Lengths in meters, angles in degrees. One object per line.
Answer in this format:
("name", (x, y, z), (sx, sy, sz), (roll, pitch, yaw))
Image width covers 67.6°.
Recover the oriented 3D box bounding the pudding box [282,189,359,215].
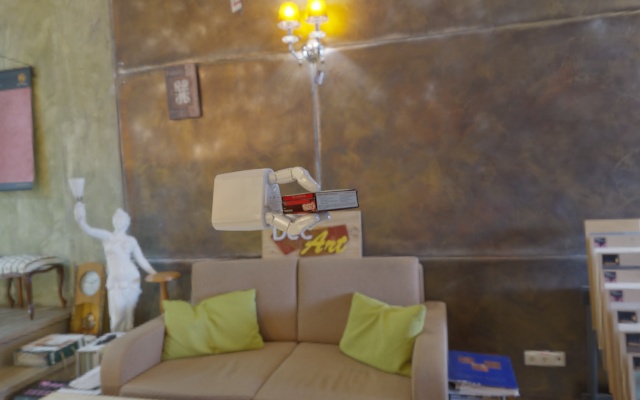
("pudding box", (0.000, 0.003, 0.863), (0.113, 0.039, 0.090), (-8, 2, -45))
